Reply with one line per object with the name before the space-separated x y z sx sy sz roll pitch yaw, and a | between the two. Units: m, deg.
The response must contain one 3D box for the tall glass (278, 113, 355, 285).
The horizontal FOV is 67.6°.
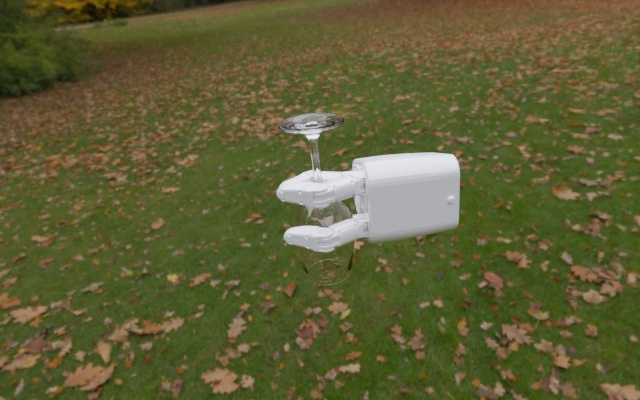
tall glass | 0.000 0.001 0.575 0.079 0.201 0.079 -5 25 2
